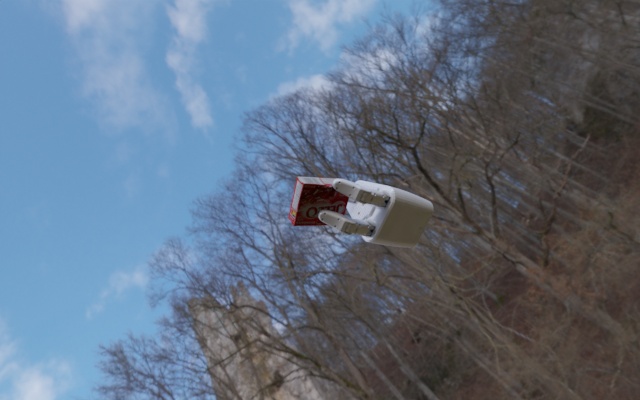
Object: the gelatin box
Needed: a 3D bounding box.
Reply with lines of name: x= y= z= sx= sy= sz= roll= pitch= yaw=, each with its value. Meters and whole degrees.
gelatin box: x=0.000 y=0.002 z=0.751 sx=0.089 sy=0.073 sz=0.030 roll=1 pitch=26 yaw=-28
